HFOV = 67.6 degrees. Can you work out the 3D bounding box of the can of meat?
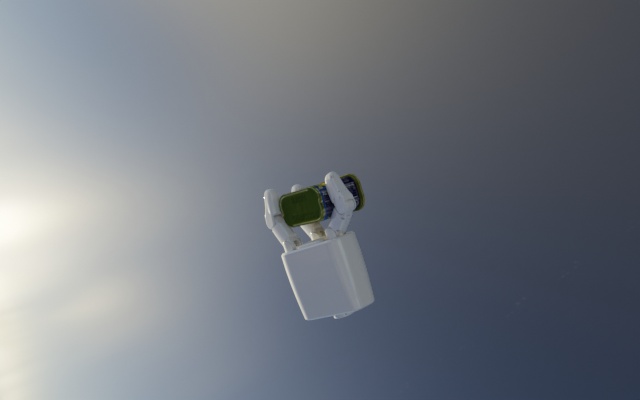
[{"bbox_3d":[0.000,0.002,0.710,0.084,0.057,0.102,-17,1,-40],"label":"can of meat"}]
